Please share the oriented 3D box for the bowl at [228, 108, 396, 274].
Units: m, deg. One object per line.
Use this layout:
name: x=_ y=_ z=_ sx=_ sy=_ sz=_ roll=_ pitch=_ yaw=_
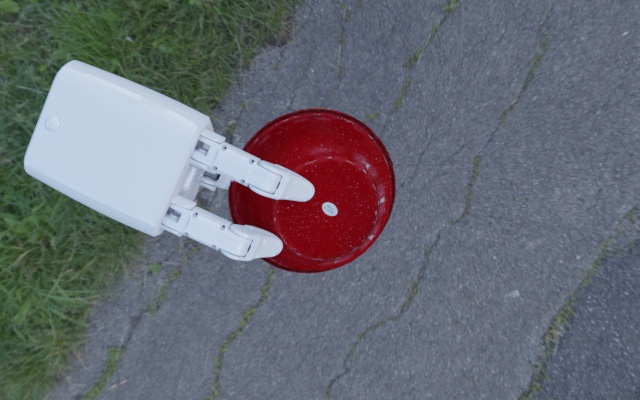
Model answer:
bowl: x=0.001 y=0.002 z=0.429 sx=0.162 sy=0.162 sz=0.055 roll=0 pitch=16 yaw=-13
